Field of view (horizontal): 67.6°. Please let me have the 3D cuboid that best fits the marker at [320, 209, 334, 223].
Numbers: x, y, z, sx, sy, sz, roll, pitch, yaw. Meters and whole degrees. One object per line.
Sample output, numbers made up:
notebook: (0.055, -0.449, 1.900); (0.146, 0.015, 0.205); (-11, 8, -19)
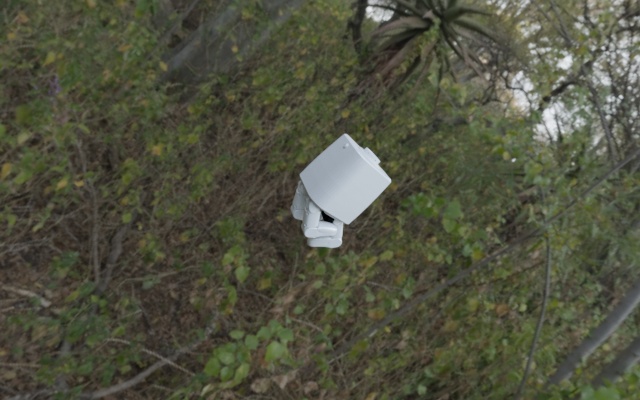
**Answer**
marker: (0.000, 0.003, 0.845); (0.020, 0.020, 0.121); (0, 32, -19)
